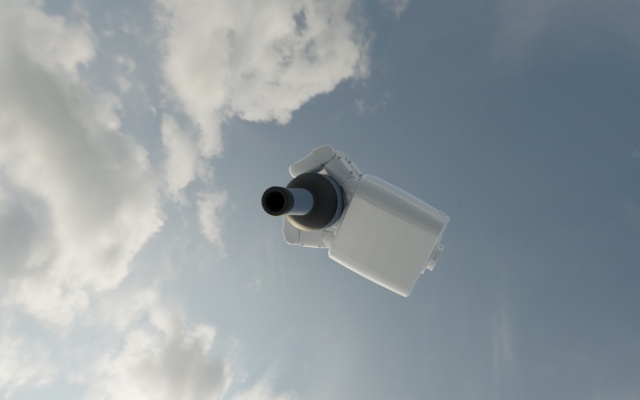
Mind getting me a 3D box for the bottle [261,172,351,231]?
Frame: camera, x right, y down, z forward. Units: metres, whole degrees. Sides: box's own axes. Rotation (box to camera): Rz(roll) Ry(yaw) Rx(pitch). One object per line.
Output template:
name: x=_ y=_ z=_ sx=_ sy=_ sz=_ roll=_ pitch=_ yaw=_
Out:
bottle: x=0.000 y=0.002 z=0.571 sx=0.069 sy=0.069 sz=0.296 roll=0 pitch=0 yaw=16
